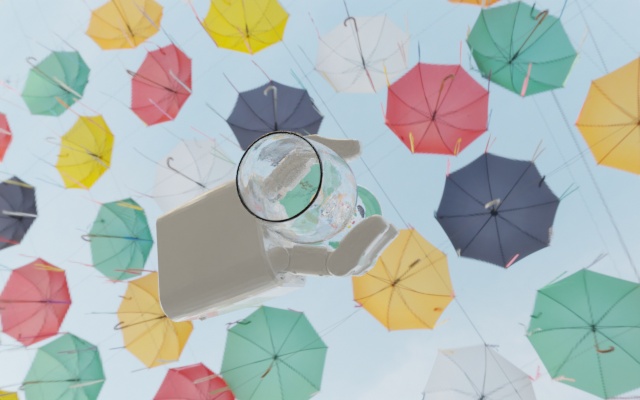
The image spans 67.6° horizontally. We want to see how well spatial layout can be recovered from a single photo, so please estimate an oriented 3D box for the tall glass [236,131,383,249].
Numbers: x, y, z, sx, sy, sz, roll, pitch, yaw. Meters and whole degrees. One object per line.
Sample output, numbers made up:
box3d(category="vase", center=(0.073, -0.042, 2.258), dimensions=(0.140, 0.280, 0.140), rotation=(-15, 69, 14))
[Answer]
box3d(category="tall glass", center=(0.000, 0.001, 0.405), dimensions=(0.079, 0.079, 0.201), rotation=(0, -10, 16))
